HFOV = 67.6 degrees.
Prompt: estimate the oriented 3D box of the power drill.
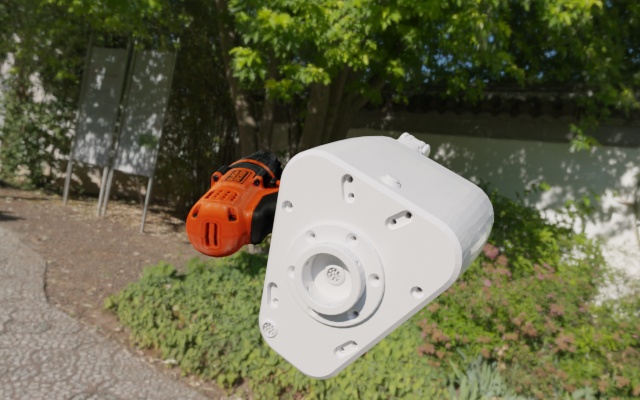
[{"bbox_3d":[0.000,0.001,0.412,0.187,0.057,0.184,4,22,5],"label":"power drill"}]
